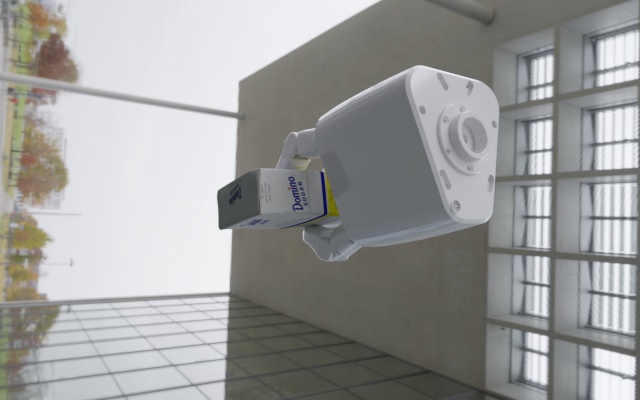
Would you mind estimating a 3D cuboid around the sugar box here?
[{"bbox_3d":[0.000,0.001,0.459,0.176,0.048,0.093,4,-13,-33],"label":"sugar box"}]
